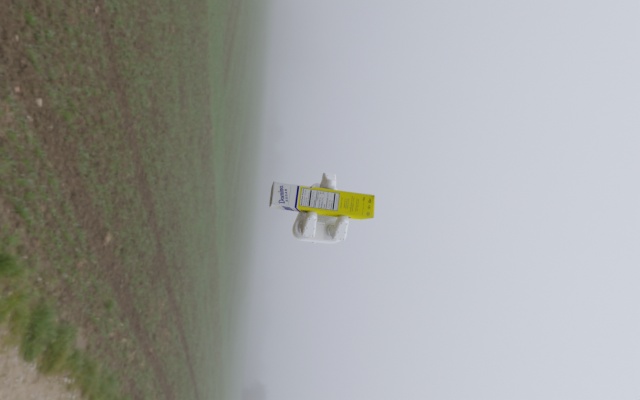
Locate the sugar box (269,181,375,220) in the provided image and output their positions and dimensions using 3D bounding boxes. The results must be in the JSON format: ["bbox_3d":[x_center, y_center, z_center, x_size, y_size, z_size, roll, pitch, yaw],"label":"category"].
[{"bbox_3d":[0.000,0.003,0.835,0.176,0.048,0.093,5,-5,-7],"label":"sugar box"}]
